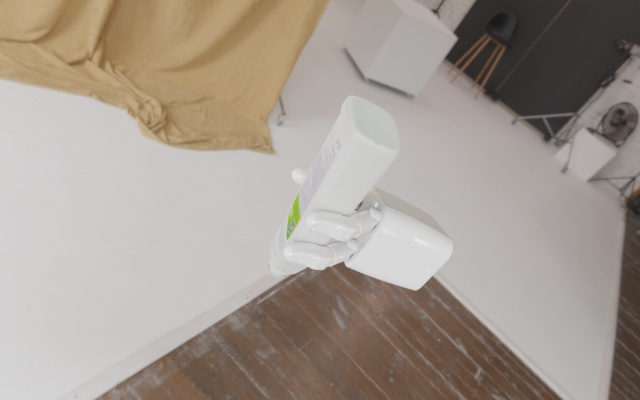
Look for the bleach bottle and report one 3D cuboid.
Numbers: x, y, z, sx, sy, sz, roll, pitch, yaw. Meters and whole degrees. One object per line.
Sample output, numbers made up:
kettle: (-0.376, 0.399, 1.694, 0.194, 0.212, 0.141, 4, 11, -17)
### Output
bleach bottle: (0.000, 0.002, 0.586, 0.068, 0.251, 0.102, 23, 35, -16)
